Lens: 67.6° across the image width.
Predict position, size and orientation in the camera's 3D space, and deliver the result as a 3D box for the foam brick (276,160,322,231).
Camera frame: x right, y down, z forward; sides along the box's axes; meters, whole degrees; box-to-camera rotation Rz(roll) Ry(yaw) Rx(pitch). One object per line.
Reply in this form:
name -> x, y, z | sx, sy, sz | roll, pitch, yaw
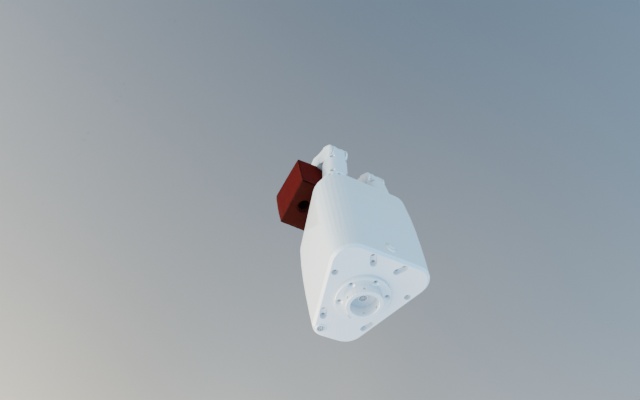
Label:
foam brick -> 0.000, 0.002, 0.504 | 0.078, 0.053, 0.051 | 22, 25, -19
